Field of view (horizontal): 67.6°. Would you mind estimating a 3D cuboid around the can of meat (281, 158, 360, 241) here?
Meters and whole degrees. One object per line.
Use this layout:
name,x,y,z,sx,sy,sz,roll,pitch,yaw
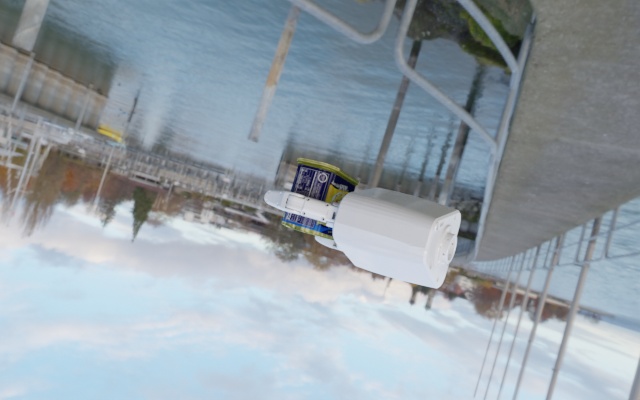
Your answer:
can of meat,0.000,0.002,0.596,0.057,0.084,0.102,15,-4,26
